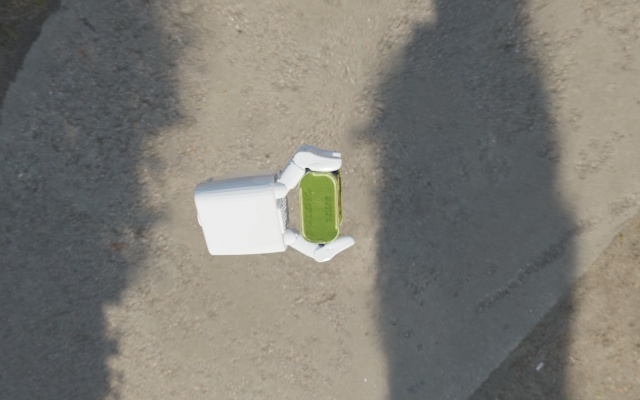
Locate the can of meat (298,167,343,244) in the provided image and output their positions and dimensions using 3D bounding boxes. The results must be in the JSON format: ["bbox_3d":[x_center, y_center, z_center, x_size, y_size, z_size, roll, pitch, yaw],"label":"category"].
[{"bbox_3d":[0.000,0.002,0.658,0.057,0.102,0.084,-2,12,4],"label":"can of meat"}]
